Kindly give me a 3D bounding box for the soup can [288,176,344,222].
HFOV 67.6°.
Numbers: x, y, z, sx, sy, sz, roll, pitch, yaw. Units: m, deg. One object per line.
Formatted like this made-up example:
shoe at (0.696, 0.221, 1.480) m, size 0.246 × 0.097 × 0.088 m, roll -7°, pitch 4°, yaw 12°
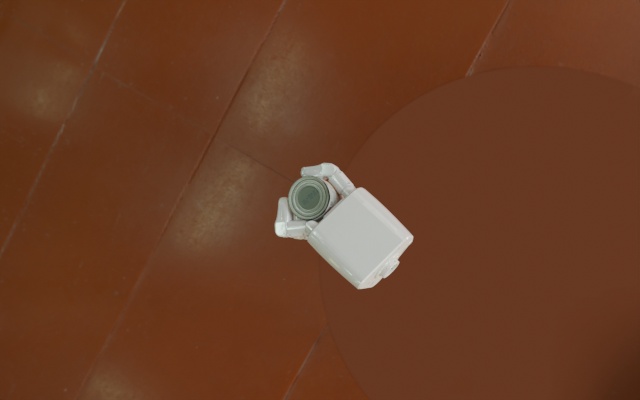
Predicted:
soup can at (0.000, 0.002, 0.741) m, size 0.068 × 0.068 × 0.102 m, roll 0°, pitch -7°, yaw 22°
